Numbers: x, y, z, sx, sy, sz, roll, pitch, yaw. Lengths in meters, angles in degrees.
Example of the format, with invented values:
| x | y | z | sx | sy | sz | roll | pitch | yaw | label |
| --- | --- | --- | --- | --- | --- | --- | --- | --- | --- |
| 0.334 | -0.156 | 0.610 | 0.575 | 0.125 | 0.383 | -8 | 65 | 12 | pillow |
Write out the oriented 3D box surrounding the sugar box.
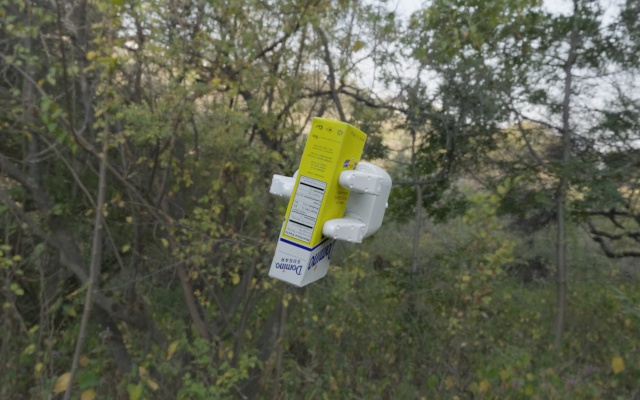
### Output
| x | y | z | sx | sy | sz | roll | pitch | yaw | label |
| --- | --- | --- | --- | --- | --- | --- | --- | --- | --- |
| 0.001 | 0.002 | 0.530 | 0.048 | 0.176 | 0.093 | 15 | 5 | 18 | sugar box |
